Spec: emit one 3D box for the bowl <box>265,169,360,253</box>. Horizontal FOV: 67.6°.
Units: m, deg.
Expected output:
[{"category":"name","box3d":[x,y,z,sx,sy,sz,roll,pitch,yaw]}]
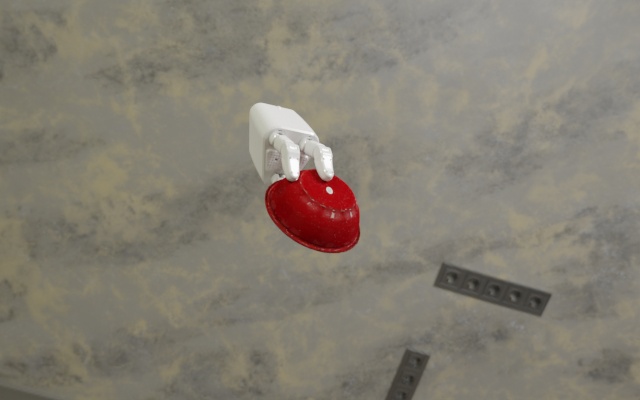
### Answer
[{"category":"bowl","box3d":[0.001,0.003,0.722,0.162,0.055,0.162,20,35,-15]}]
